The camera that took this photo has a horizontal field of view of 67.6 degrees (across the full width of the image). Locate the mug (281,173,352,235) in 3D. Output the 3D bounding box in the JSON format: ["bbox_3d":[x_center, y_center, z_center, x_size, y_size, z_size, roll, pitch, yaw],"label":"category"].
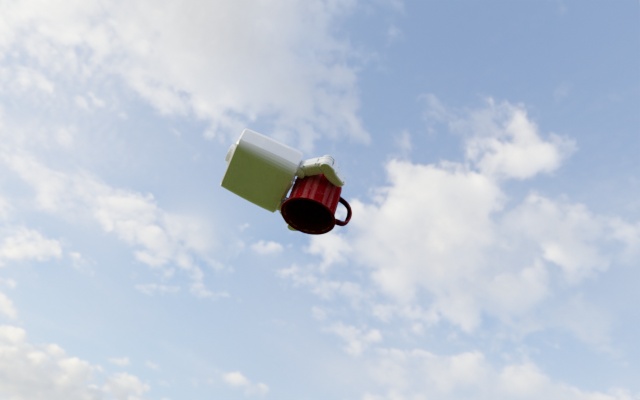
[{"bbox_3d":[0.002,0.003,0.802,0.117,0.081,0.093,23,-40,-6],"label":"mug"}]
